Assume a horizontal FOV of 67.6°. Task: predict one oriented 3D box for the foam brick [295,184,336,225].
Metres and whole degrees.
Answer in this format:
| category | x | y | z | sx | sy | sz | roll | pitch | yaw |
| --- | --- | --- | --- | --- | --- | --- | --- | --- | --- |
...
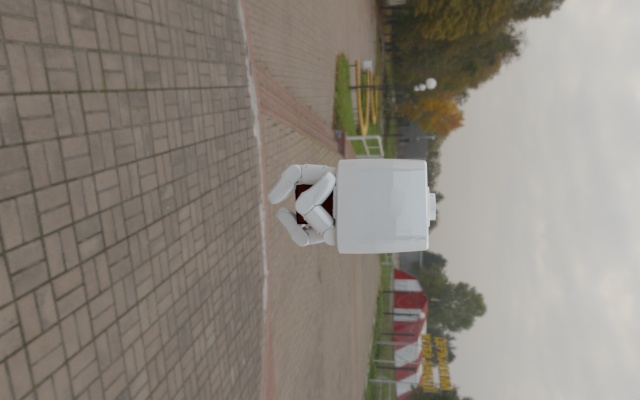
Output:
| category | x | y | z | sx | sy | sz | roll | pitch | yaw |
| --- | --- | --- | --- | --- | --- | --- | --- | --- | --- |
| foam brick | 0.000 | 0.002 | 0.636 | 0.051 | 0.053 | 0.078 | -2 | 5 | 10 |
